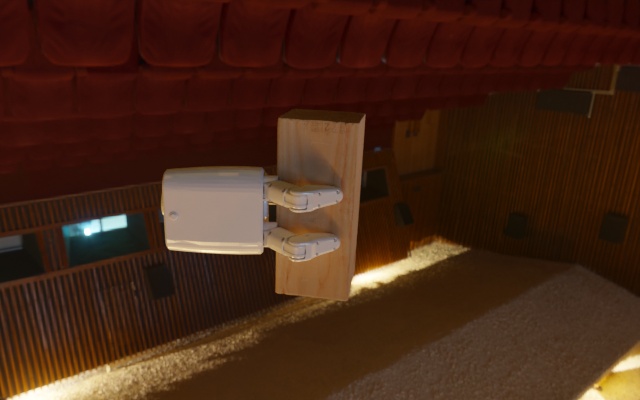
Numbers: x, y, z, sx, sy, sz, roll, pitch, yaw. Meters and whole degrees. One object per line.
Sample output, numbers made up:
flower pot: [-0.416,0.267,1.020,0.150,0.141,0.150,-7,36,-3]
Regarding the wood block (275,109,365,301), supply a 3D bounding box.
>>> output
wood block: [0.000,0.002,0.567,0.090,0.206,0.090,5,18,7]
